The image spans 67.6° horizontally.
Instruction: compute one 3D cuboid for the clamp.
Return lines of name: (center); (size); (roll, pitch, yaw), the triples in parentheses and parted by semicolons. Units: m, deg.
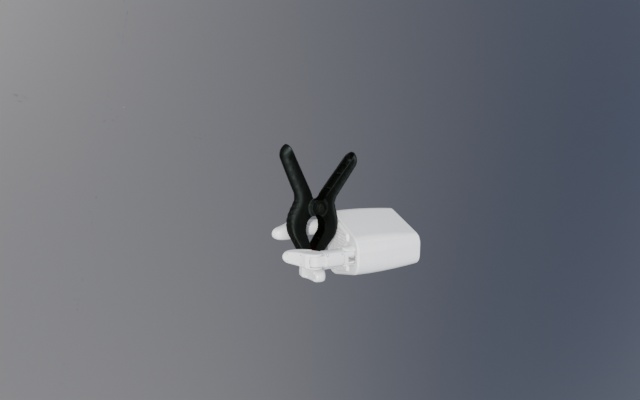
clamp: (0.000, 0.003, 0.689); (0.120, 0.171, 0.039); (-5, 12, -21)
